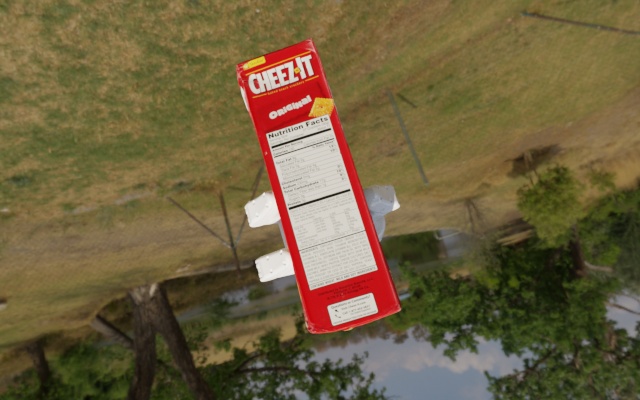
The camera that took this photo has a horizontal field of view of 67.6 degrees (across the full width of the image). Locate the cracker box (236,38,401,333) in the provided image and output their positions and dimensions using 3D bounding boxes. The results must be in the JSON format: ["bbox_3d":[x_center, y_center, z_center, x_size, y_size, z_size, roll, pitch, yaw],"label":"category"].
[{"bbox_3d":[0.000,0.001,0.415,0.072,0.213,0.164,-18,-13,1],"label":"cracker box"}]
